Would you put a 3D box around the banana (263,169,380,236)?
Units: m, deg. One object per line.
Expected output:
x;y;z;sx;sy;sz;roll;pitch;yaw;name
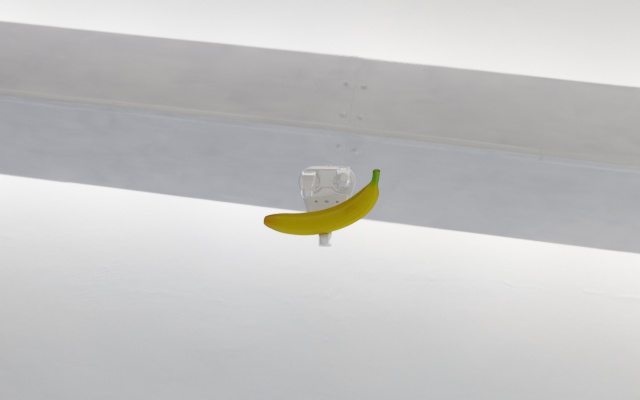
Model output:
0.011;0.018;0.742;0.198;0.070;0.037;-24;13;8;banana
